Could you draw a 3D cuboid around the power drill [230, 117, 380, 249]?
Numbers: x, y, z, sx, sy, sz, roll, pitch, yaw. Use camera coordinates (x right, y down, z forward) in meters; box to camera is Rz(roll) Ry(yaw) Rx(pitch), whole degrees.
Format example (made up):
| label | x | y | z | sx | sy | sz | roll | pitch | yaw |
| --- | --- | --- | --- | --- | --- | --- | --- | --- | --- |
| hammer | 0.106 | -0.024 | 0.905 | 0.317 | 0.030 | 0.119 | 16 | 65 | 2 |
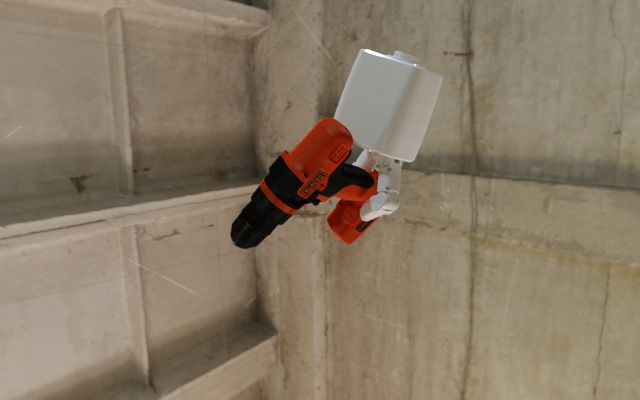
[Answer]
| label | x | y | z | sx | sy | sz | roll | pitch | yaw |
| --- | --- | --- | --- | --- | --- | --- | --- | --- | --- |
| power drill | 0.000 | 0.002 | 0.589 | 0.188 | 0.184 | 0.057 | 23 | 25 | -55 |
